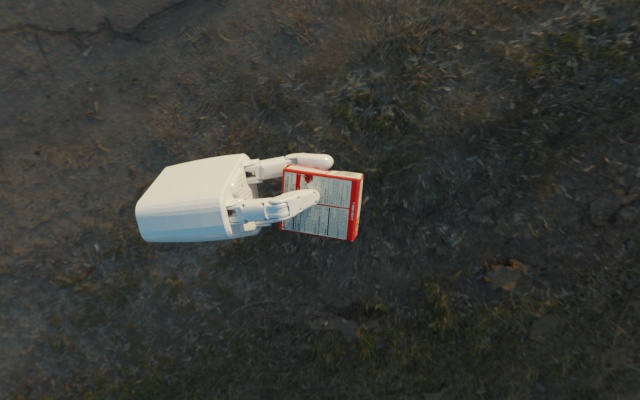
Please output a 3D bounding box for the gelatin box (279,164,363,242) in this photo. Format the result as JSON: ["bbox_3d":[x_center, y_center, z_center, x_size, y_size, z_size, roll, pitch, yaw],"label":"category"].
[{"bbox_3d":[0.000,0.002,0.536,0.089,0.073,0.030,9,18,13],"label":"gelatin box"}]
